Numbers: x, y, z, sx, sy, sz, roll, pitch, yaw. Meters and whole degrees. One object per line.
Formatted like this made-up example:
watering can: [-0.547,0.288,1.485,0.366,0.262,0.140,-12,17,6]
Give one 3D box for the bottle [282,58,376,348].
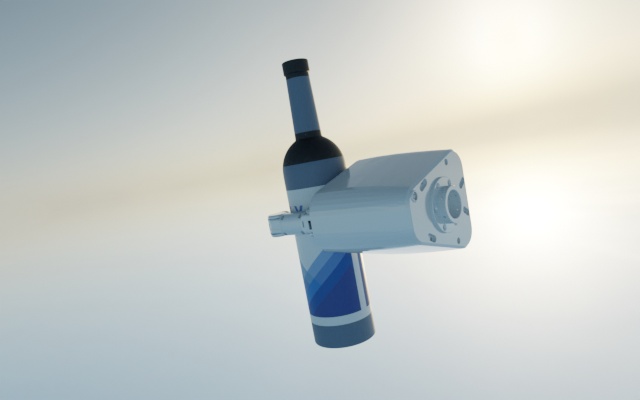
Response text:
bottle: [0.000,0.002,0.502,0.069,0.296,0.069,-10,5,1]
